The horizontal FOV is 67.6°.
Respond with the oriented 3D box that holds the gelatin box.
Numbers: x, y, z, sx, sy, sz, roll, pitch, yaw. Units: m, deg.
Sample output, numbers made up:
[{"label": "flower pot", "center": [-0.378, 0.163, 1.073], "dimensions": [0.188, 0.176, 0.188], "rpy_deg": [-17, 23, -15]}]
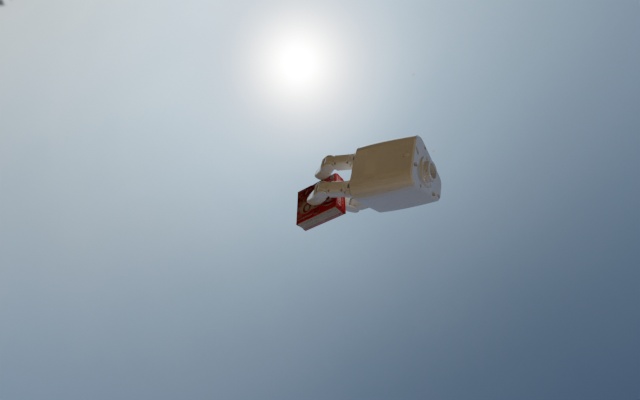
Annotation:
[{"label": "gelatin box", "center": [0.000, 0.003, 0.823], "dimensions": [0.089, 0.073, 0.030], "rpy_deg": [-26, -45, 29]}]
